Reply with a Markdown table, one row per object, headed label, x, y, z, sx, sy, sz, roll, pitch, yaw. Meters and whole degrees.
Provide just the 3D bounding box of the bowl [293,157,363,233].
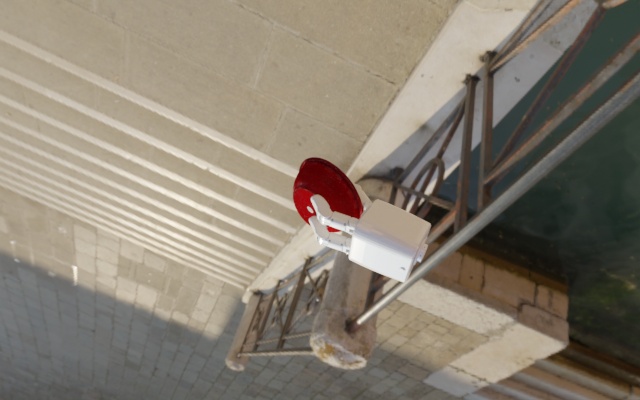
| label | x | y | z | sx | sy | sz | roll | pitch | yaw |
| --- | --- | --- | --- | --- | --- | --- | --- | --- | --- |
| bowl | -0.001 | 0.003 | 0.884 | 0.055 | 0.162 | 0.162 | -37 | 22 | -31 |
